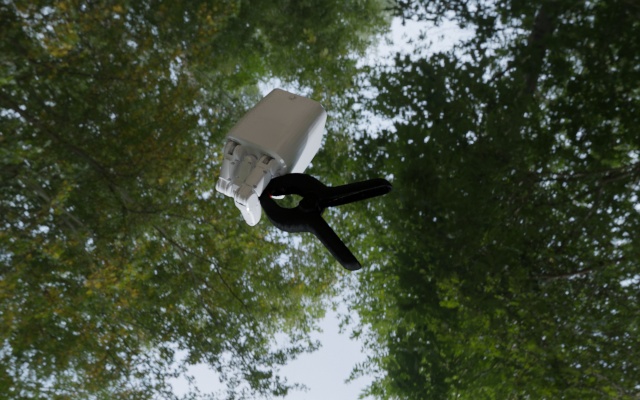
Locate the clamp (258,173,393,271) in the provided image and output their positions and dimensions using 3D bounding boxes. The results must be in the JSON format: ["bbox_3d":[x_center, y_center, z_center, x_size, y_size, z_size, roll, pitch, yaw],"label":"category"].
[{"bbox_3d":[0.000,0.002,0.583,0.171,0.120,0.039,25,-26,21],"label":"clamp"}]
